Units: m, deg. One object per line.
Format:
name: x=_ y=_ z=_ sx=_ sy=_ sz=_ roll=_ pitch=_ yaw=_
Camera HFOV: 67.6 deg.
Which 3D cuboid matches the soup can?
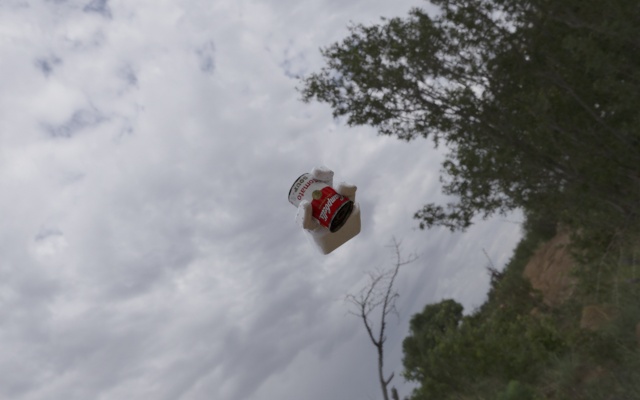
soup can: x=0.000 y=0.003 z=0.866 sx=0.102 sy=0.068 sz=0.068 roll=35 pitch=15 yaw=23
